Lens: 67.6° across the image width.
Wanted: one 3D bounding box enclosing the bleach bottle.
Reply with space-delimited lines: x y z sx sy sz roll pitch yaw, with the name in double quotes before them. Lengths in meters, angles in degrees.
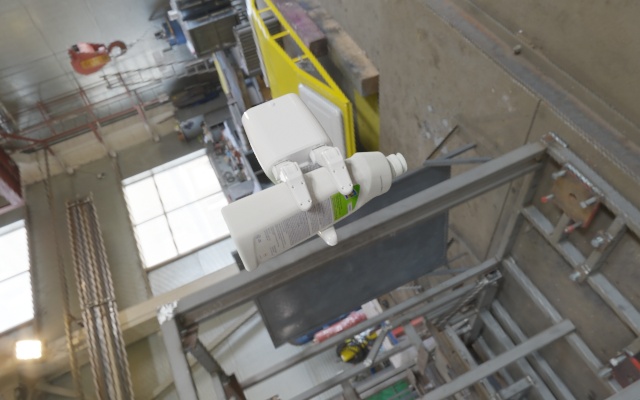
"bleach bottle" 0.000 0.002 0.640 0.251 0.068 0.103 -24 -33 -11
